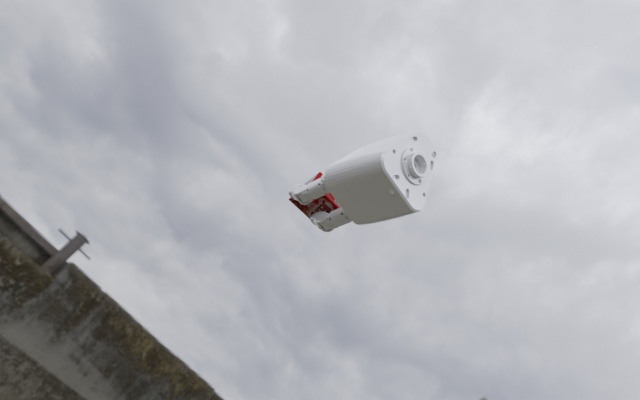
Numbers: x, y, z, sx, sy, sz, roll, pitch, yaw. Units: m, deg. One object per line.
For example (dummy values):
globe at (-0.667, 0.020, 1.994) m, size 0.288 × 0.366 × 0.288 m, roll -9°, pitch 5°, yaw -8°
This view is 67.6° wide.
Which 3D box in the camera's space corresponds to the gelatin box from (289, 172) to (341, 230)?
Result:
gelatin box at (0.000, 0.002, 0.739) m, size 0.073 × 0.030 × 0.089 m, roll 43°, pitch -31°, yaw -9°
